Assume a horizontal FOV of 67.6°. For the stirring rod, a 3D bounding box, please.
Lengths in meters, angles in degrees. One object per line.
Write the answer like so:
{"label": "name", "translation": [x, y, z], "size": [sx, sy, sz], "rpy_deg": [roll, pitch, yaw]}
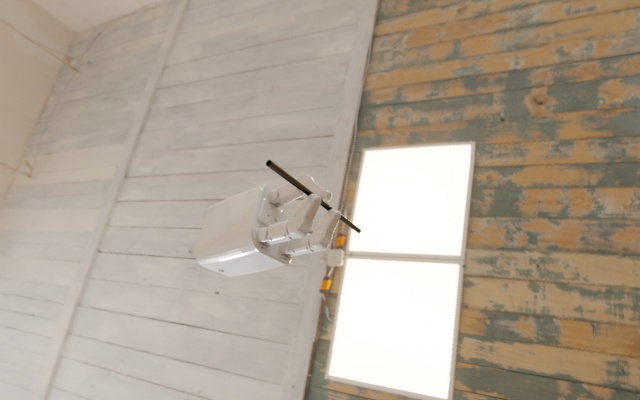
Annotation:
{"label": "stirring rod", "translation": [0.000, 0.002, 0.642], "size": [0.011, 0.011, 0.240], "rpy_deg": [0, -22, 32]}
